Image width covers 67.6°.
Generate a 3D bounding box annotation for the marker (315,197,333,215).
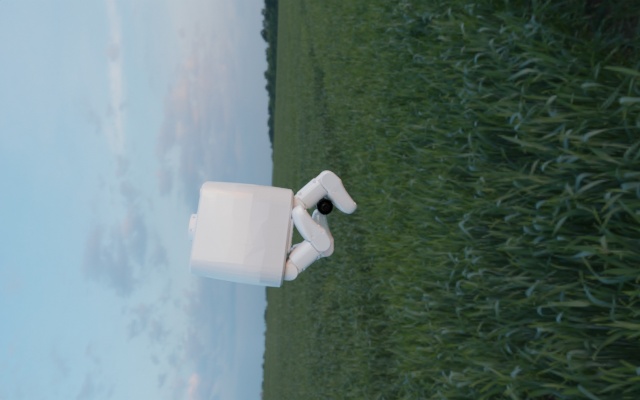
[{"bbox_3d":[0.000,0.002,0.607,0.020,0.020,0.121,0,6,-5],"label":"marker"}]
